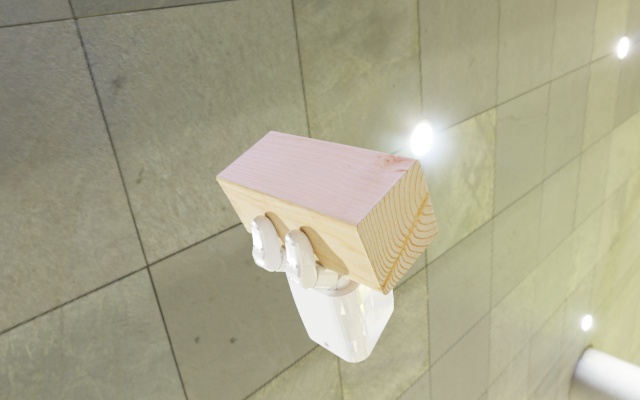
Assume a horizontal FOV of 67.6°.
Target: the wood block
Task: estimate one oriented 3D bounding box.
[{"bbox_3d":[0.001,0.002,0.482,0.206,0.090,0.090,18,52,44],"label":"wood block"}]
